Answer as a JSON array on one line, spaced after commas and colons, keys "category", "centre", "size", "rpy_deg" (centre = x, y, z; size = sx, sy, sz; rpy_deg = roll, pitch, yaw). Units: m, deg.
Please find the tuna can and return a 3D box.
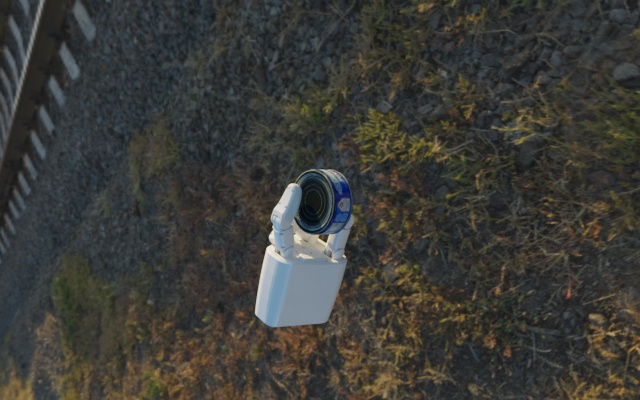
[{"category": "tuna can", "centre": [0.000, 0.002, 0.618], "size": [0.034, 0.086, 0.086], "rpy_deg": [0, 0, -44]}]
